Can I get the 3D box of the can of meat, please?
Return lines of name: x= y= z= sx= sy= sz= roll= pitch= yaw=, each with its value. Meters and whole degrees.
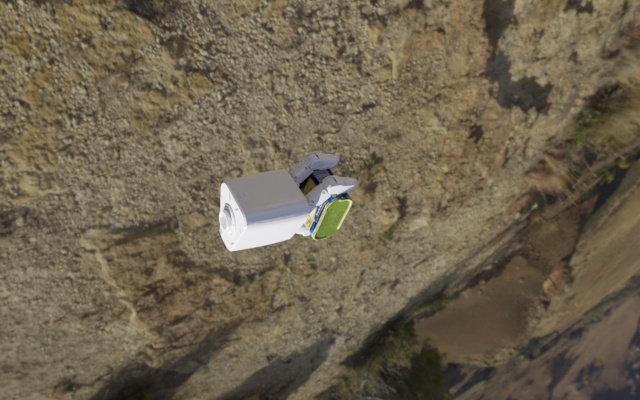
can of meat: x=0.000 y=0.003 z=0.789 sx=0.057 sy=0.084 sz=0.102 roll=-10 pitch=-39 yaw=-34
